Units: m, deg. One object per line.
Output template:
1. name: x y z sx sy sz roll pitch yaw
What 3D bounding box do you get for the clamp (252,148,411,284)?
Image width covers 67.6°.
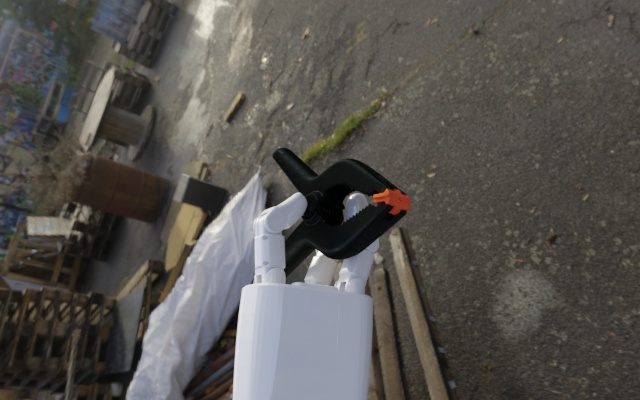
1. clamp: 0.000 0.001 0.471 0.036 0.164 0.210 16 -22 -36
